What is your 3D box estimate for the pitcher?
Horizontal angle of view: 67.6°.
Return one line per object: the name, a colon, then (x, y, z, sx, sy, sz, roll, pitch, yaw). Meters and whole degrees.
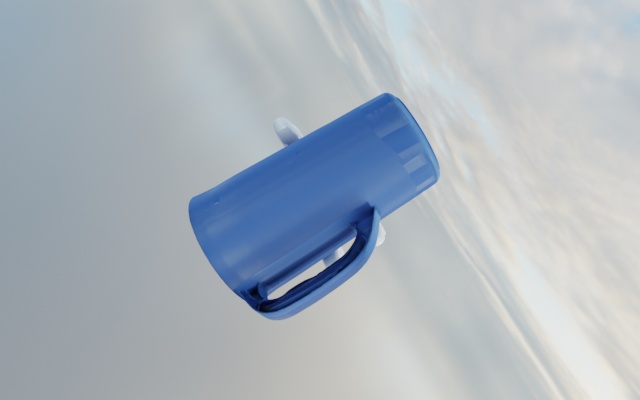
pitcher: (0.000, 0.002, 0.497, 0.243, 0.149, 0.145, -31, 5, 6)
